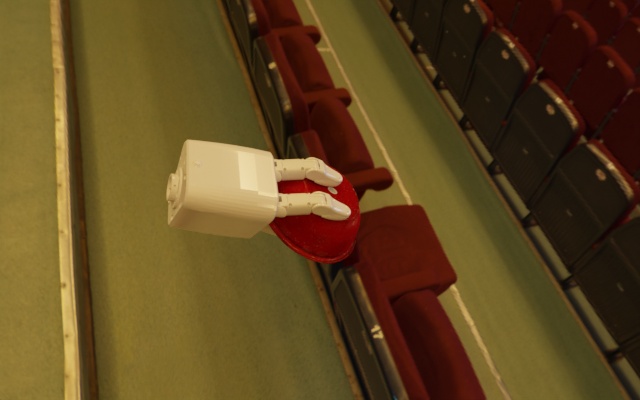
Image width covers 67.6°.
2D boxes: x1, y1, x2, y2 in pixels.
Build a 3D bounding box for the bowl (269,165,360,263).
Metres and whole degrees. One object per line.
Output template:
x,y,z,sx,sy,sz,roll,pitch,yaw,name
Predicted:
0.001,0.002,0.651,0.162,0.162,0.055,0,-33,-44,bowl
